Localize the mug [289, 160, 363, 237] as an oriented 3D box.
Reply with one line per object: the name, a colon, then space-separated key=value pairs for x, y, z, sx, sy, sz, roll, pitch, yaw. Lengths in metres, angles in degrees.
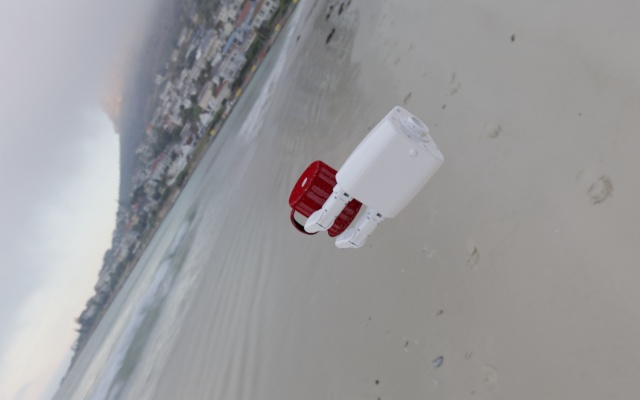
mug: x=-0.001 y=0.003 z=0.707 sx=0.081 sy=0.117 sz=0.093 roll=33 pitch=28 yaw=-16
